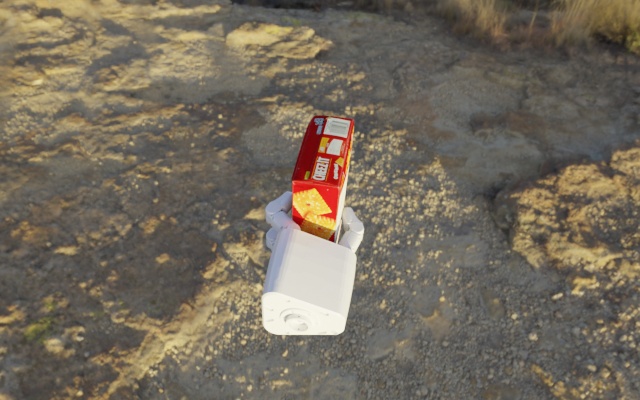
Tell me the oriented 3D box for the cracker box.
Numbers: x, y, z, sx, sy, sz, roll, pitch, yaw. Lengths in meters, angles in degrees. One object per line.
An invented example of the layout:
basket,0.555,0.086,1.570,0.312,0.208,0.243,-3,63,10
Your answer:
cracker box,0.000,0.002,0.735,0.072,0.214,0.164,9,44,4
